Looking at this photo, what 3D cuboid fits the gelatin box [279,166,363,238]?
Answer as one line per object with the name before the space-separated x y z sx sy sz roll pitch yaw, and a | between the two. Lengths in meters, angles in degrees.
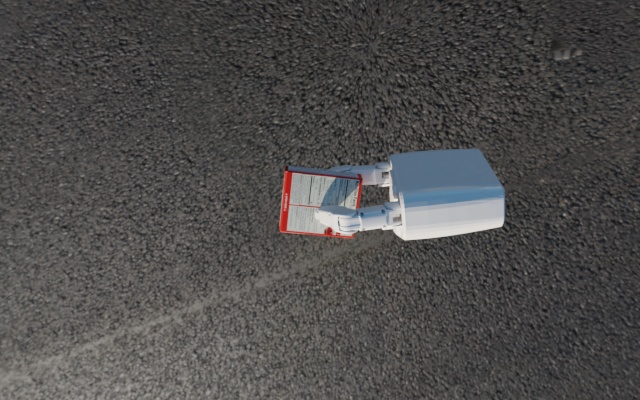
gelatin box | 0.000 0.002 0.550 0.089 0.073 0.030 5 17 -5
